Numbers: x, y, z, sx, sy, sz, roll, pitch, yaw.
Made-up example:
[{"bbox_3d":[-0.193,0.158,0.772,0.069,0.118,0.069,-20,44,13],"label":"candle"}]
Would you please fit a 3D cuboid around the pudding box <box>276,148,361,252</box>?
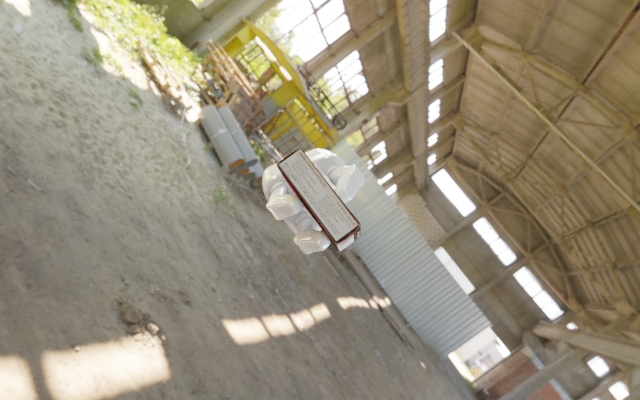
[{"bbox_3d":[0.000,0.002,0.549,0.039,0.113,0.090,-39,-11,-2],"label":"pudding box"}]
